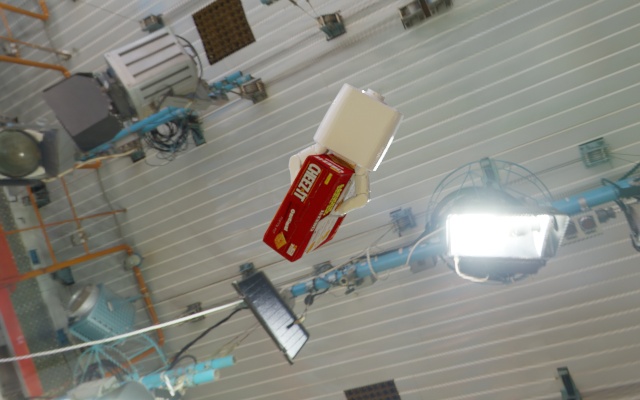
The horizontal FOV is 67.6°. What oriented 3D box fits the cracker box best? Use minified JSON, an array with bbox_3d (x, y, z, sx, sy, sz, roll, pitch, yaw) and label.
[{"bbox_3d":[0.000,0.003,0.835,0.072,0.164,0.213,32,15,13],"label":"cracker box"}]
